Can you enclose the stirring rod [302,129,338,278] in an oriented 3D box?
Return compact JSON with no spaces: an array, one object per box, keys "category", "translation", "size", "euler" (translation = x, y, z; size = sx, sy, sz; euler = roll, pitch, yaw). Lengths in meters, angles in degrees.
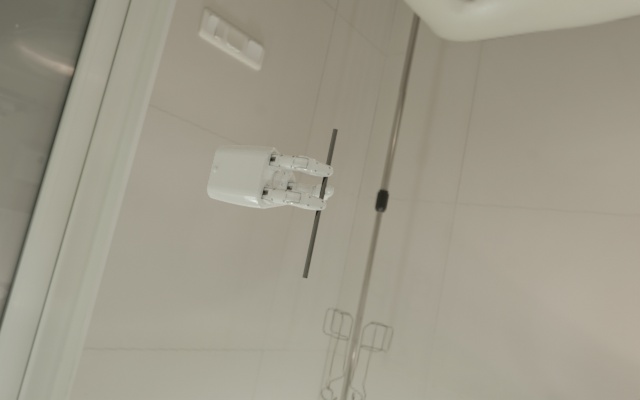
[{"category":"stirring rod","translation":[0.000,0.002,0.750],"size":[0.011,0.239,0.011],"euler":[11,-8,2]}]
